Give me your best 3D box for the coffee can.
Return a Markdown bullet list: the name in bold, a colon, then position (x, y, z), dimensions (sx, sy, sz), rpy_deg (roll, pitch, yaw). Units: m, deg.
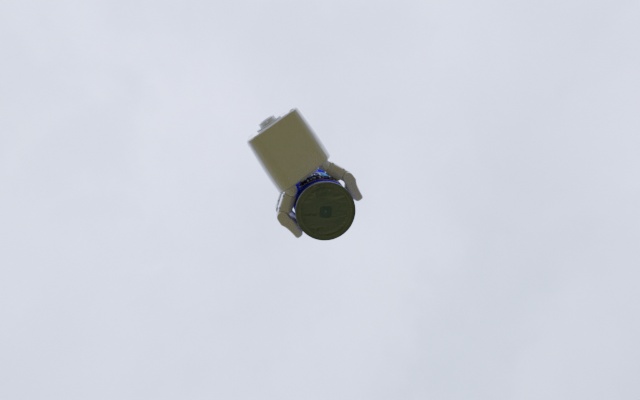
- **coffee can**: position (0.000, 0.003, 0.867), dimensions (0.103, 0.103, 0.140), rpy_deg (0, 14, -8)
